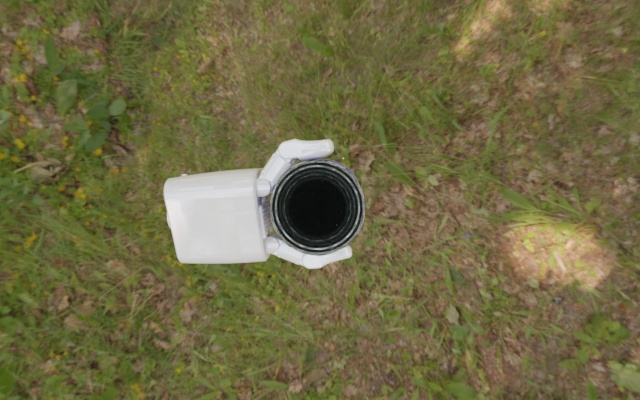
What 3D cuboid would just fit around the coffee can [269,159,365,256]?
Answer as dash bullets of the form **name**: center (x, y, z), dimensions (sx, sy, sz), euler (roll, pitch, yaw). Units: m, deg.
- **coffee can**: center (0.000, 0.002, 0.573), dimensions (0.103, 0.103, 0.140), euler (0, 5, 3)
